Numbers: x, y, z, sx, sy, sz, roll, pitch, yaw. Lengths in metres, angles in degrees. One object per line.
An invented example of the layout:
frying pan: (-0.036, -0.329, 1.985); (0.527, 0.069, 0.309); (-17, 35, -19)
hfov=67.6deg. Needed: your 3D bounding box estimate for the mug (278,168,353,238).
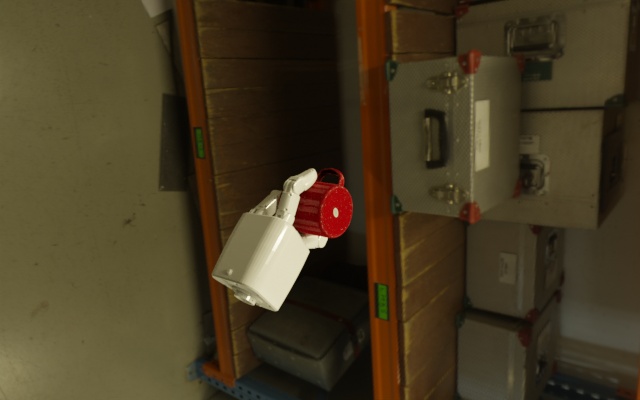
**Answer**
mug: (0.001, 0.001, 0.740); (0.081, 0.117, 0.093); (9, -25, 39)
